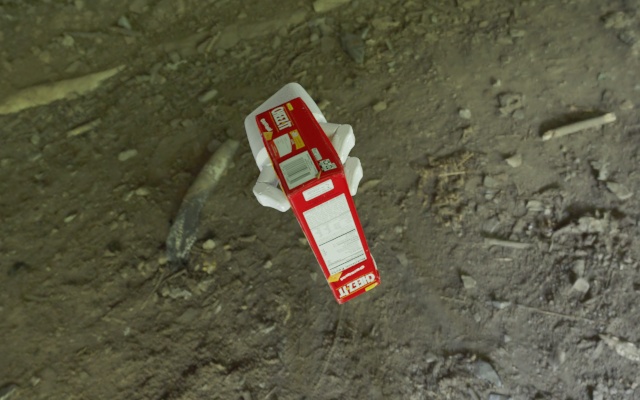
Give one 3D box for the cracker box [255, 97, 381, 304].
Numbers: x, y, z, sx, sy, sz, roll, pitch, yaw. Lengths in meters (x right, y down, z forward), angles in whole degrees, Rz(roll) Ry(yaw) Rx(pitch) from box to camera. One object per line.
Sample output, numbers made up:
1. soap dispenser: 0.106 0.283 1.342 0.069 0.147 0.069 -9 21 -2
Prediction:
1. cracker box: 0.000 0.002 0.606 0.072 0.214 0.164 -24 44 -2
